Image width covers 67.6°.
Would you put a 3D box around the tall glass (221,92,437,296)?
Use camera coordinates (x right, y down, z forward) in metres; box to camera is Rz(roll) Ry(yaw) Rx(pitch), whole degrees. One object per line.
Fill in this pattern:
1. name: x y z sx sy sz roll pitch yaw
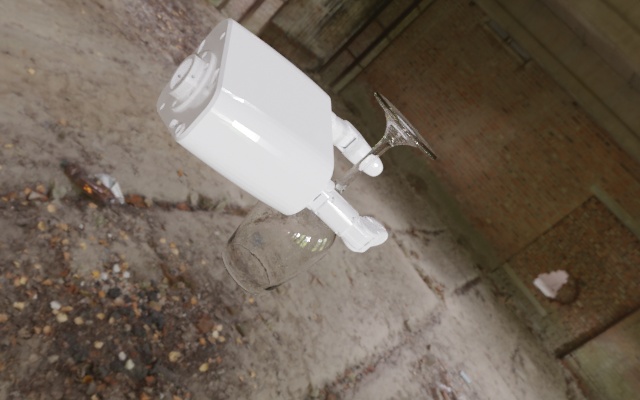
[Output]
1. tall glass: 0.001 0.001 0.421 0.201 0.079 0.079 -42 -16 18
